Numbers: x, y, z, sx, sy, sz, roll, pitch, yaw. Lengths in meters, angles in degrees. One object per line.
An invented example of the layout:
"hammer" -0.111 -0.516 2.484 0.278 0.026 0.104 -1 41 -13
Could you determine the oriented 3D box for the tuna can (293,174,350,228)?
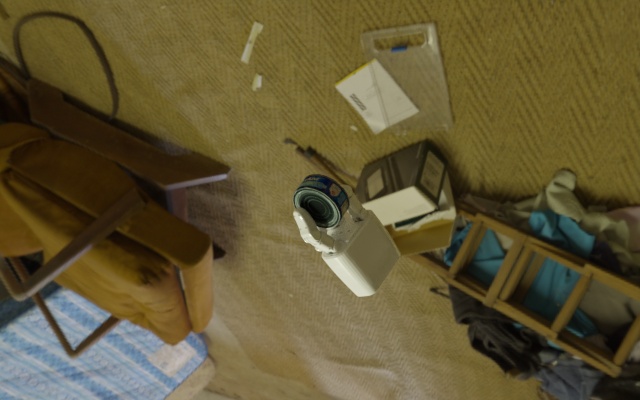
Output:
"tuna can" 0.000 0.003 0.747 0.086 0.086 0.033 0 40 36
